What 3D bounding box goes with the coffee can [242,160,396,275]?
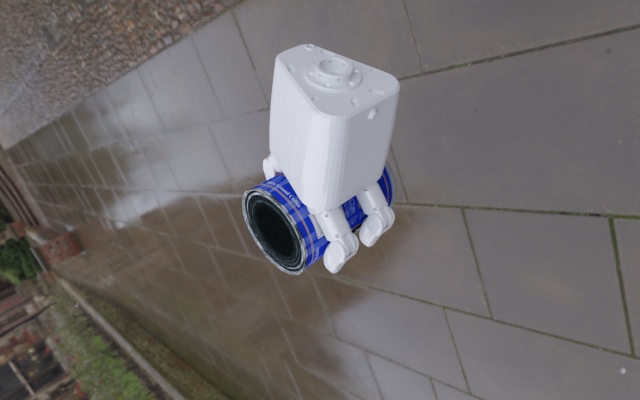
[{"bbox_3d":[0.000,0.002,0.529,0.140,0.103,0.103,-33,18,-31],"label":"coffee can"}]
